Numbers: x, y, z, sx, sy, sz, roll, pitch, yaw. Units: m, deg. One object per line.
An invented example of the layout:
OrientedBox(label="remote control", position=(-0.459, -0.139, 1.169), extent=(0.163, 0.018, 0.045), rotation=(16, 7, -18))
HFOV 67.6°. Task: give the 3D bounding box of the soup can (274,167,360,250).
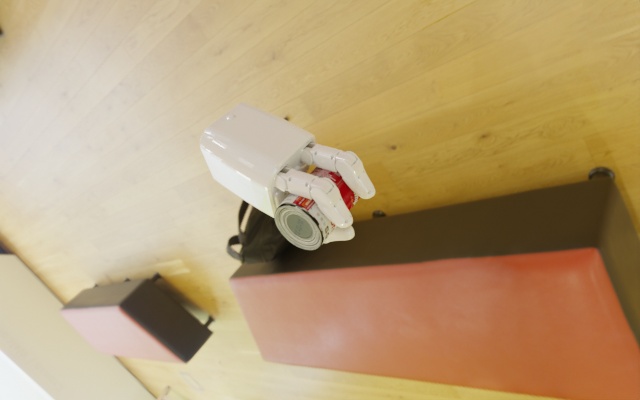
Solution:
OrientedBox(label="soup can", position=(0.000, 0.002, 0.572), extent=(0.068, 0.068, 0.102), rotation=(0, 36, 40))
